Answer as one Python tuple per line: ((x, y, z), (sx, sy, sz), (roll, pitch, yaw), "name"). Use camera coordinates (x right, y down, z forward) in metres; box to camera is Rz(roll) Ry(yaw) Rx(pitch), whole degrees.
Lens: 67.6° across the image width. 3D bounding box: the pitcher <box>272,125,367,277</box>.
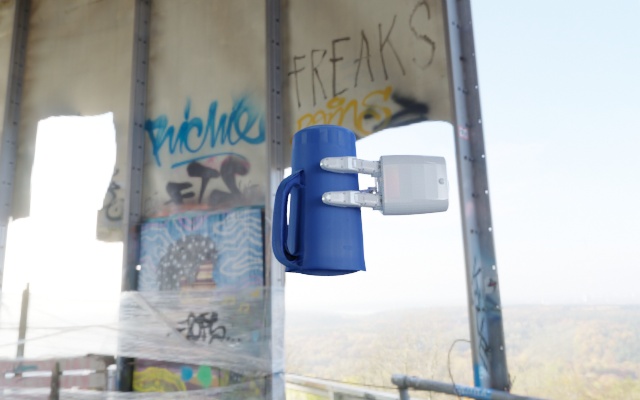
((0.000, 0.003, 0.786), (0.145, 0.242, 0.149), (-1, -11, 2), "pitcher")
